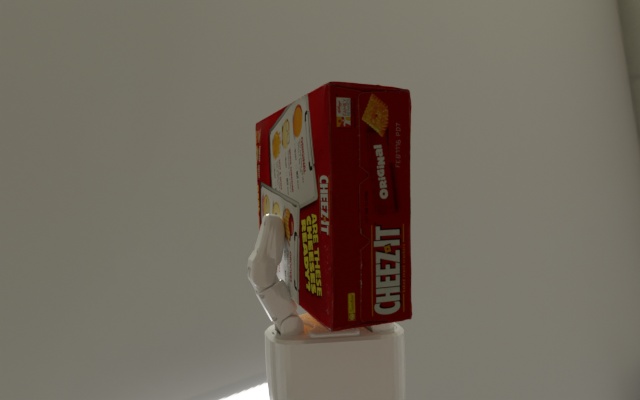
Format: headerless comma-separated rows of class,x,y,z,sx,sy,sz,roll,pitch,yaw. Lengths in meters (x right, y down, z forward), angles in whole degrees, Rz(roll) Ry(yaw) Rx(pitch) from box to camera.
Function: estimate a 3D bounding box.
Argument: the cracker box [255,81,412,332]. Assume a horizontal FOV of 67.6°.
cracker box,0.000,0.001,0.416,0.072,0.164,0.213,-2,2,-20
